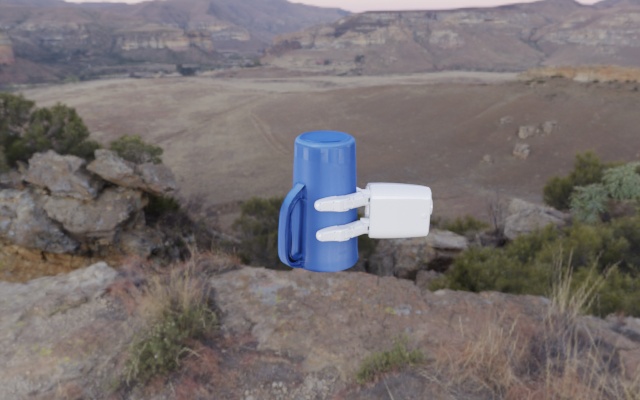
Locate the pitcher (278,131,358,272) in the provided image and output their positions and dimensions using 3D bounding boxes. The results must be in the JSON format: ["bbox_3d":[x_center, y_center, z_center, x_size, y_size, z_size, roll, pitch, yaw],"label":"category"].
[{"bbox_3d":[0.000,0.003,0.874,0.145,0.243,0.149,1,20,2],"label":"pitcher"}]
